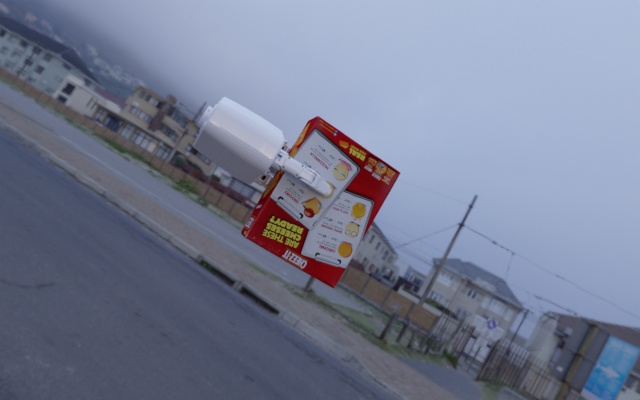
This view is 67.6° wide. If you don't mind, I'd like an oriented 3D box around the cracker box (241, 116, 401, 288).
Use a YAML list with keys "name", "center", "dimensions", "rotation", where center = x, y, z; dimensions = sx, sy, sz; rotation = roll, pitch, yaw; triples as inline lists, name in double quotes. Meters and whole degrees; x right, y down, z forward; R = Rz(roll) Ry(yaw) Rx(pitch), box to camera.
- name: "cracker box"
  center: [0.000, 0.002, 0.754]
  dimensions: [0.164, 0.213, 0.072]
  rotation: [32, -6, -14]
